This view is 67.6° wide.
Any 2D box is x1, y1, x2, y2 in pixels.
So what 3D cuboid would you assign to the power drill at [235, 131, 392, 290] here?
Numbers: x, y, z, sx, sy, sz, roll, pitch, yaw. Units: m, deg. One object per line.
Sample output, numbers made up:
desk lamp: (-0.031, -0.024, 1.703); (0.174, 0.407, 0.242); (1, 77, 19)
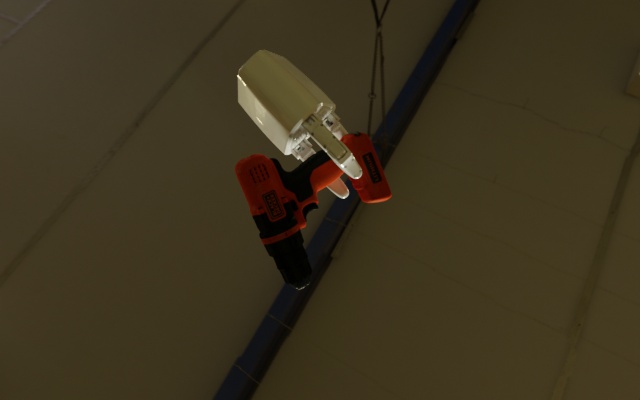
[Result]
power drill: (0.000, 0.002, 0.637); (0.187, 0.184, 0.057); (-26, 11, -21)
